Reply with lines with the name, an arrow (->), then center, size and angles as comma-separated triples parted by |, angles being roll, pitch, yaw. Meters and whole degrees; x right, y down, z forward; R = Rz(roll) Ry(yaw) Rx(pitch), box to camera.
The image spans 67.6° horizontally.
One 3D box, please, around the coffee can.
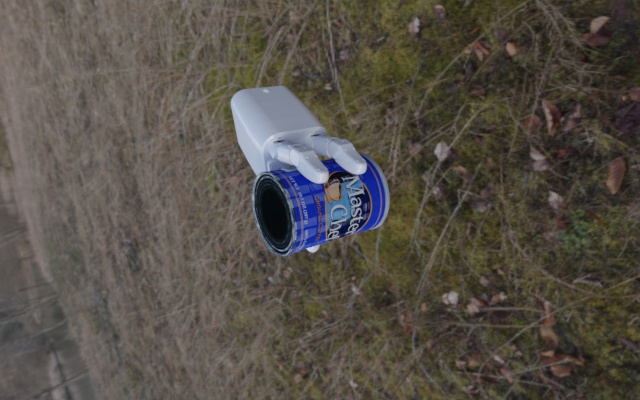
coffee can -> 0.000, 0.002, 0.595 | 0.140, 0.103, 0.103 | -14, 8, -32
